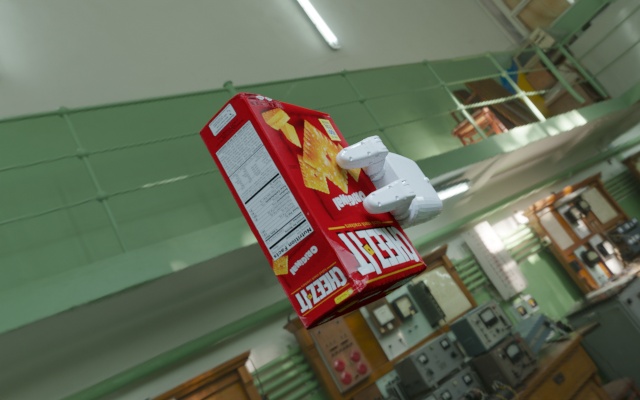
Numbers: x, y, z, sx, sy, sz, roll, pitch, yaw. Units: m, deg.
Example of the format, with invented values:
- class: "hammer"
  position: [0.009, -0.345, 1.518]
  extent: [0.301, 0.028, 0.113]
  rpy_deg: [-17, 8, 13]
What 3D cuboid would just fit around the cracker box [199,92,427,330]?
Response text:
- class: "cracker box"
  position: [0.000, 0.002, 0.478]
  extent: [0.072, 0.213, 0.164]
  rpy_deg: [-40, -19, 26]
